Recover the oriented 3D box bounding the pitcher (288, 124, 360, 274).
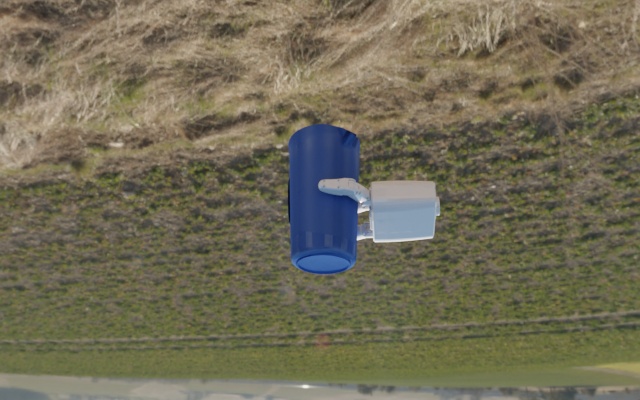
[{"bbox_3d":[0.000,0.003,0.841,0.145,0.242,0.149,-3,-28,6],"label":"pitcher"}]
